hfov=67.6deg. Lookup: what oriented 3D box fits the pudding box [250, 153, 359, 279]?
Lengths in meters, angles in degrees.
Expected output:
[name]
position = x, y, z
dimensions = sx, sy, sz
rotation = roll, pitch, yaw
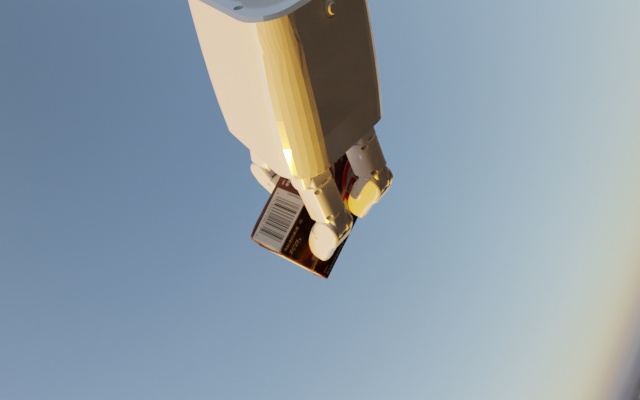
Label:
[pudding box]
position = 0.000, 0.001, 0.406
dimensions = 0.039, 0.113, 0.090
rotation = 24, -8, 33
